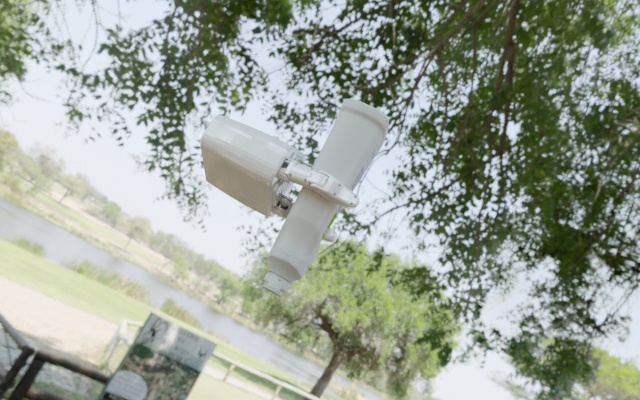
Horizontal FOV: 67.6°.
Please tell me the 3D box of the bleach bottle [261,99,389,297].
[{"bbox_3d":[0.000,0.002,0.600,0.068,0.250,0.103,27,-15,9],"label":"bleach bottle"}]
